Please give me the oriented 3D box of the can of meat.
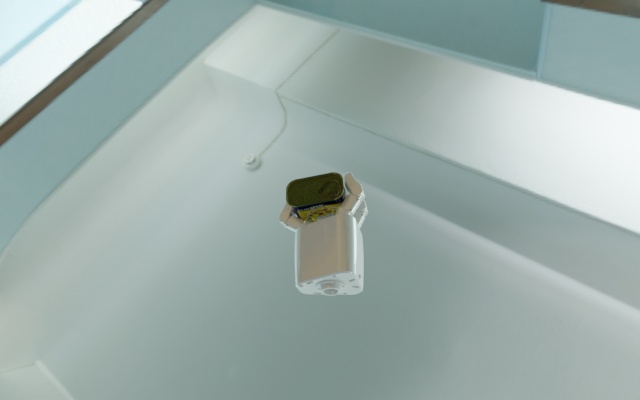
[{"bbox_3d":[0.000,0.003,0.846,0.102,0.057,0.084,-11,-35,11],"label":"can of meat"}]
